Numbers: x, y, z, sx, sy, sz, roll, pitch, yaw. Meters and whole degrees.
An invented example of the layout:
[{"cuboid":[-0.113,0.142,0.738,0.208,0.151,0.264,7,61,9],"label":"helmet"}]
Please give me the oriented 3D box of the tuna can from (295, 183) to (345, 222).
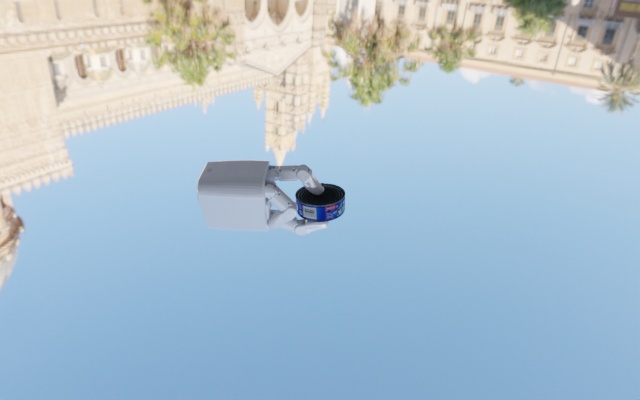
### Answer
[{"cuboid":[0.000,0.003,0.821,0.086,0.034,0.086,-2,27,1],"label":"tuna can"}]
